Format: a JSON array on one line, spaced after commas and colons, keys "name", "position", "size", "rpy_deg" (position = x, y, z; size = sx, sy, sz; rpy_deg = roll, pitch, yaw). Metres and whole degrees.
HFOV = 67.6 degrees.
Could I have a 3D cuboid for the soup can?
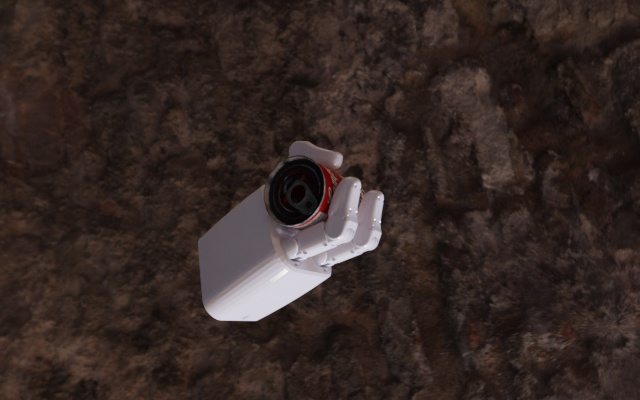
[{"name": "soup can", "position": [0.001, 0.001, 0.484], "size": [0.068, 0.068, 0.102], "rpy_deg": [0, -13, 31]}]
